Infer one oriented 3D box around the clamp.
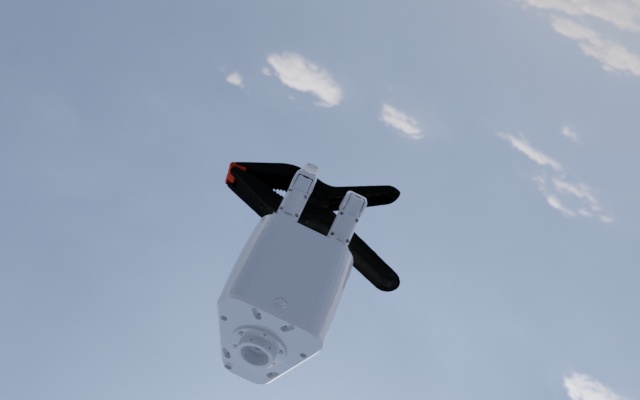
[{"bbox_3d":[-0.001,0.002,0.534,0.210,0.036,0.164,25,36,-1],"label":"clamp"}]
